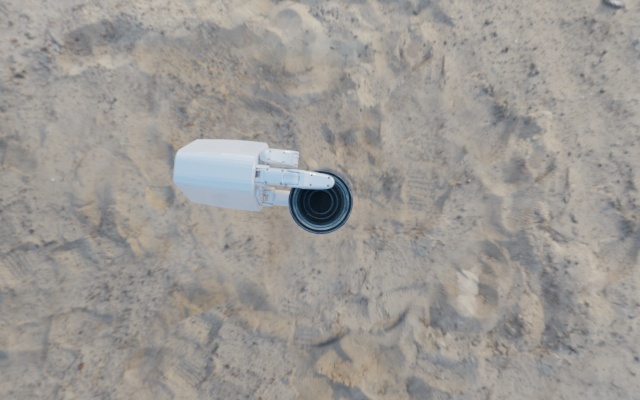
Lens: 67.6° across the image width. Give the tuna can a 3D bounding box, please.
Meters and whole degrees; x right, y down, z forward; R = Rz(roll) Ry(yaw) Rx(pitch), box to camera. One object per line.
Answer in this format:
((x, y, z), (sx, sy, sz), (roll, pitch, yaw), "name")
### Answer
((0.000, 0.002, 0.633), (0.086, 0.086, 0.034), (0, -2, -1), "tuna can")
